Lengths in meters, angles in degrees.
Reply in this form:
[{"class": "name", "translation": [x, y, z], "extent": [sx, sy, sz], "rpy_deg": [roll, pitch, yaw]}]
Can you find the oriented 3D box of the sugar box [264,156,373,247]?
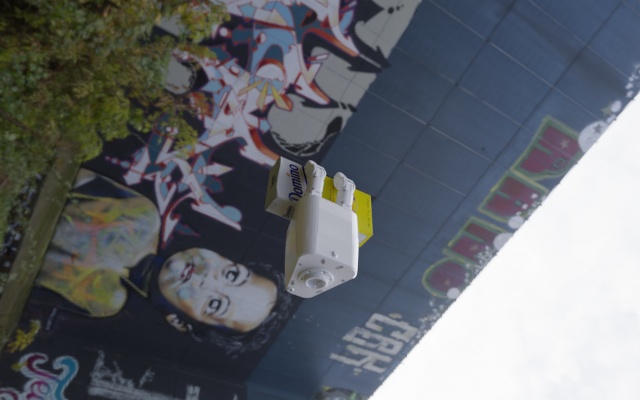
[{"class": "sugar box", "translation": [0.000, 0.002, 0.777], "extent": [0.176, 0.093, 0.048], "rpy_deg": [24, -48, -22]}]
